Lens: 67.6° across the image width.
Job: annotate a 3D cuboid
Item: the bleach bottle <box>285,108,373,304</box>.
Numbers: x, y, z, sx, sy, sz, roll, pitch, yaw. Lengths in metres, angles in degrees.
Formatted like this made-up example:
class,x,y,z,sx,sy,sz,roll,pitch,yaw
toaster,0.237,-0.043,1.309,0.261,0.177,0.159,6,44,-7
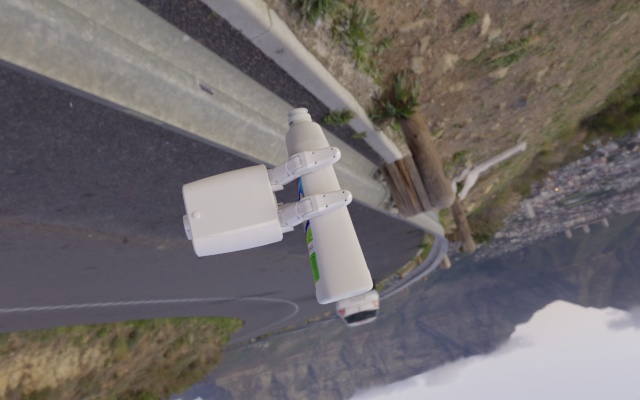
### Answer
class,x,y,z,sx,sy,sz,roll,pitch,yaw
bleach bottle,0.000,0.002,0.620,0.068,0.250,0.102,-13,-14,-9
